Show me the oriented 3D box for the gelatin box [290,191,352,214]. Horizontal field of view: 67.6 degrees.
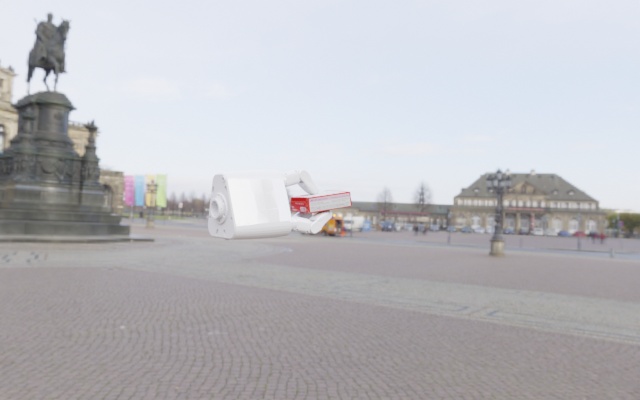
[{"bbox_3d":[0.000,0.002,0.860,0.089,0.030,0.073,-10,6,-26],"label":"gelatin box"}]
